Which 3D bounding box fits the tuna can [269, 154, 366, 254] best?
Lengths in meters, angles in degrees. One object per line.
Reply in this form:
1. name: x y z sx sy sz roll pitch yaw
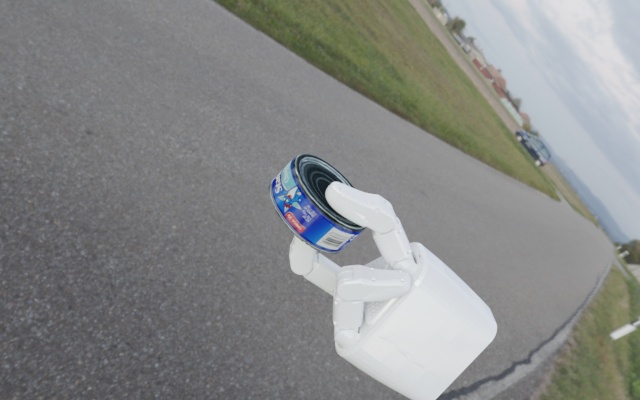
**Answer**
1. tuna can: 0.000 0.001 0.406 0.034 0.086 0.086 -44 -22 25
